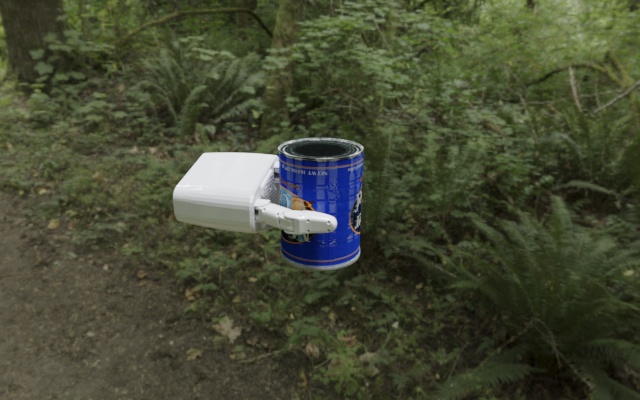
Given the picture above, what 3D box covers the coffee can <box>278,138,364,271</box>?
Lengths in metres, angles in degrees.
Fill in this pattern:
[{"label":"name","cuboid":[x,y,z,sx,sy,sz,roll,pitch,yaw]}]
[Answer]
[{"label":"coffee can","cuboid":[0.000,0.002,0.593,0.103,0.140,0.102,0,20,0]}]
